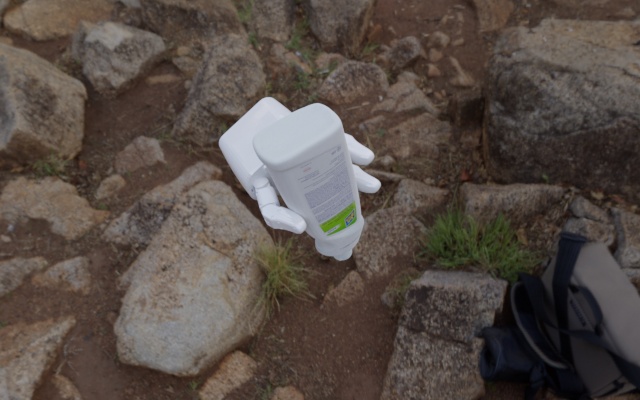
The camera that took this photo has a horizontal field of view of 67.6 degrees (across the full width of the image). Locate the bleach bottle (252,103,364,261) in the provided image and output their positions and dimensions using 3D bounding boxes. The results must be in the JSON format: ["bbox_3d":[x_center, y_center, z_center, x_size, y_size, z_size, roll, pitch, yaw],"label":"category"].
[{"bbox_3d":[0.000,0.002,0.613,0.102,0.251,0.068,-31,49,-11],"label":"bleach bottle"}]
